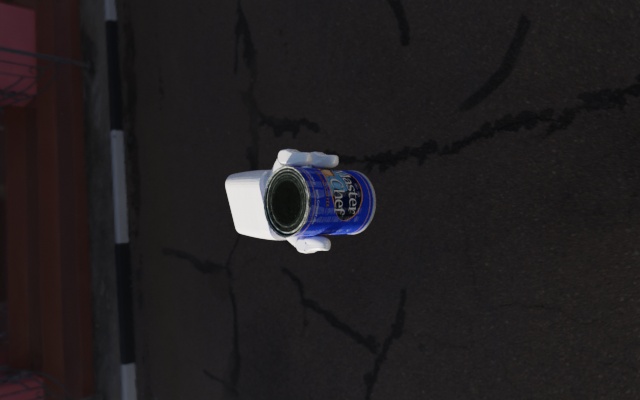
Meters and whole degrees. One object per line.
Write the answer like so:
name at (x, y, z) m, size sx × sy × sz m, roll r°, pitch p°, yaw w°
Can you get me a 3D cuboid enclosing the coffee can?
coffee can at (0.000, 0.002, 0.721) m, size 0.140 × 0.103 × 0.103 m, roll 1°, pitch -1°, yaw -44°
